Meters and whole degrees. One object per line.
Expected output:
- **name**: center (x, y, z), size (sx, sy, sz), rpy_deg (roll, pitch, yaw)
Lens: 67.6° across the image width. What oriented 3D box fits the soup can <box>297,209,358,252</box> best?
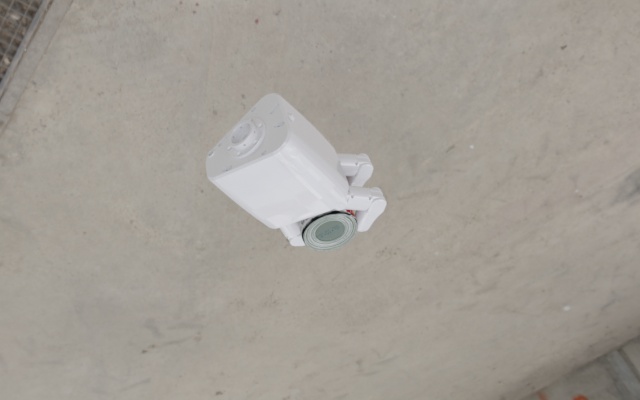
- **soup can**: center (0.000, 0.002, 0.577), size (0.068, 0.102, 0.069), rpy_deg (-10, -43, -9)
